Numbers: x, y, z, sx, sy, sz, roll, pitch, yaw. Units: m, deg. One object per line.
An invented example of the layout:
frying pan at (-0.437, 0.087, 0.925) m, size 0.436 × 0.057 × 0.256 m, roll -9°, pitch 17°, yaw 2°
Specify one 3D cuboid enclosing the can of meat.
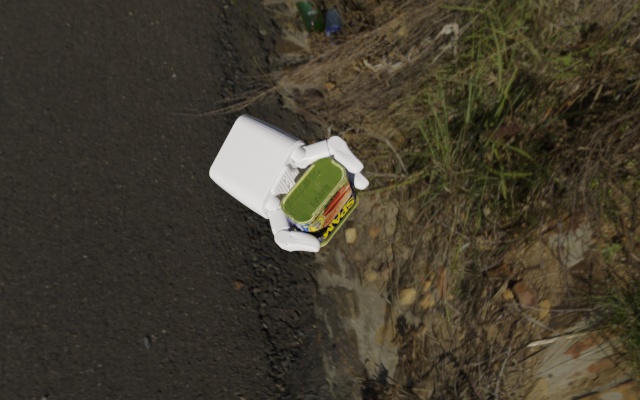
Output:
can of meat at (0.000, 0.002, 0.642) m, size 0.057 × 0.102 × 0.084 m, roll 34°, pitch -12°, yaw 25°
